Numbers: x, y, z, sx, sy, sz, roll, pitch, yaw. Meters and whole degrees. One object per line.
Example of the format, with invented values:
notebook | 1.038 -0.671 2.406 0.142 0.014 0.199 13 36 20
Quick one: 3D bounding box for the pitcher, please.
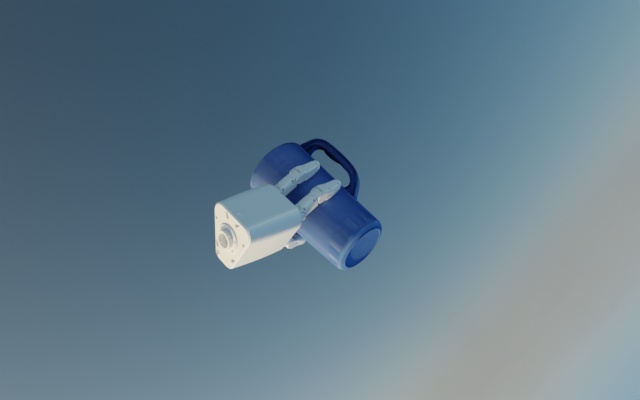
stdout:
pitcher | 0.000 0.003 0.874 0.145 0.149 0.242 -19 51 -43
